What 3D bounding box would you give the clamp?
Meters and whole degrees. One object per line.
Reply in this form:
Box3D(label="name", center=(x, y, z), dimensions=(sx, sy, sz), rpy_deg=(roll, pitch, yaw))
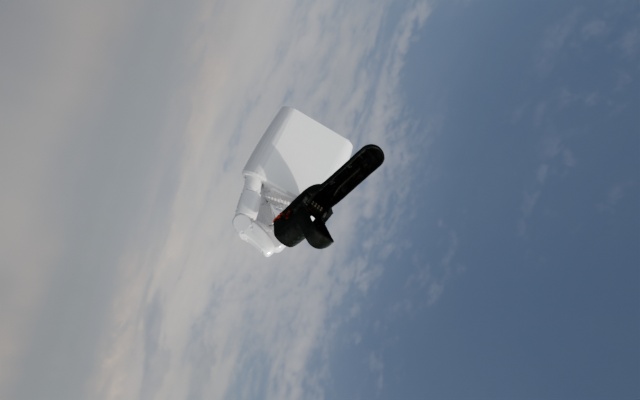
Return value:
Box3D(label="clamp", center=(0.000, 0.002, 0.498), dimensions=(0.120, 0.039, 0.171), rpy_deg=(-48, 14, -20))
